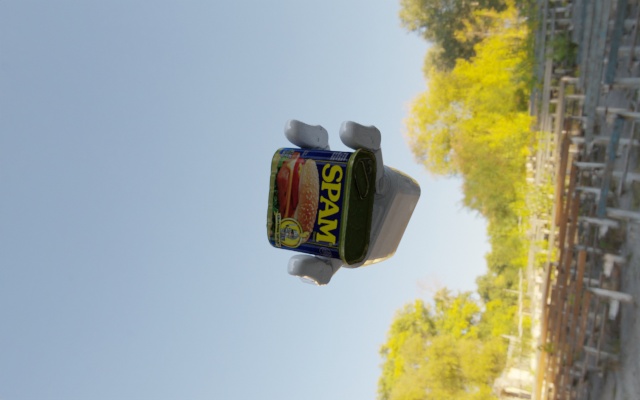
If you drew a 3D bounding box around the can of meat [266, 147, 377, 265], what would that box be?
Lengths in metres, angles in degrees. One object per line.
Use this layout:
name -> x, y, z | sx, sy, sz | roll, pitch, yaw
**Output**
can of meat -> 0.000, 0.002, 0.441 | 0.084, 0.102, 0.057 | 7, 4, 28
